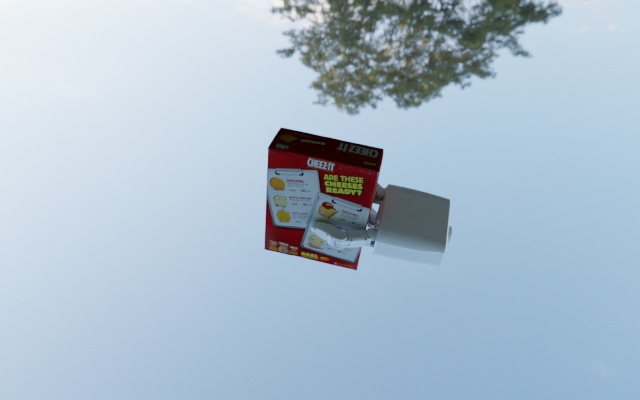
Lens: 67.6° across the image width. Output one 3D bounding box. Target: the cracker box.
[{"bbox_3d":[0.000,0.003,0.760,0.164,0.214,0.072,12,41,5],"label":"cracker box"}]
